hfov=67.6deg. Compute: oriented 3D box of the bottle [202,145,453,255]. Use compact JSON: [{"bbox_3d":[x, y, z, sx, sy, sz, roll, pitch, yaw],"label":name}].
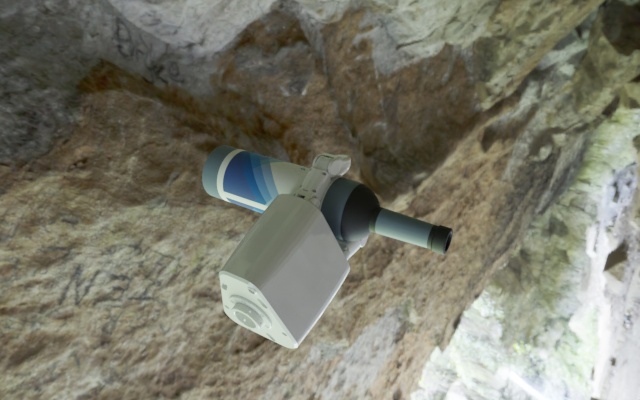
[{"bbox_3d":[0.000,0.002,0.535,0.295,0.069,0.069,17,8,26],"label":"bottle"}]
